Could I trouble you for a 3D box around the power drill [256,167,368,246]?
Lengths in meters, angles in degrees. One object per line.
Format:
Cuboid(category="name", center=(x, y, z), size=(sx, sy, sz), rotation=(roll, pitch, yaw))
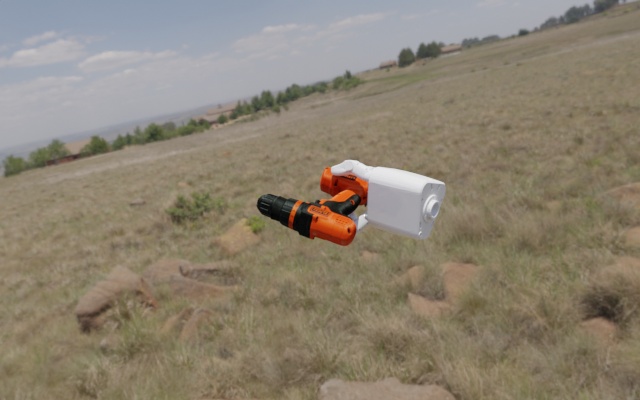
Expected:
Cuboid(category="power drill", center=(0.001, 0.003, 0.877), size=(0.184, 0.057, 0.187), rotation=(21, 34, 16))
